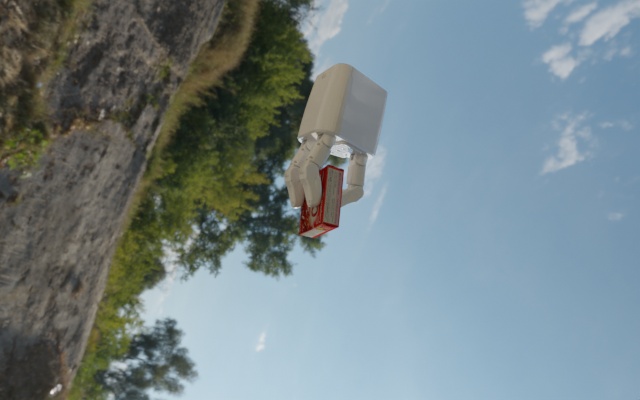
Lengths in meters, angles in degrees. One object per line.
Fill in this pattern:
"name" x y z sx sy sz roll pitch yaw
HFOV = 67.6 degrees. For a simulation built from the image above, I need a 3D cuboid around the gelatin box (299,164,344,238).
"gelatin box" 0.000 0.003 0.680 0.030 0.089 0.073 15 -22 -25
